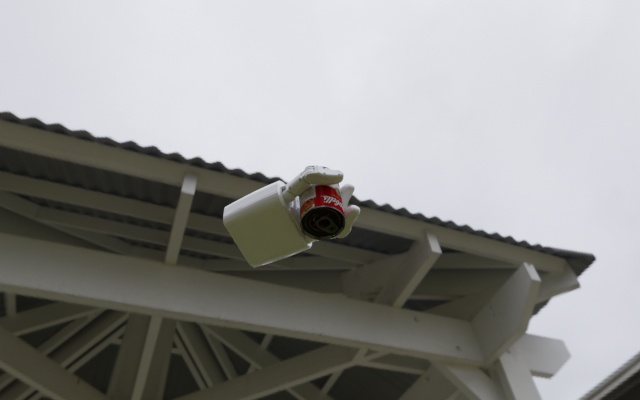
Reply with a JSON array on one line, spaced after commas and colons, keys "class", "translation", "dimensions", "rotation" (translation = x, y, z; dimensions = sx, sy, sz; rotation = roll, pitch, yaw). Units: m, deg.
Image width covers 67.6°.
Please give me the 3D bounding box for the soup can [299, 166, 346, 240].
[{"class": "soup can", "translation": [0.000, 0.002, 0.745], "dimensions": [0.068, 0.069, 0.102], "rotation": [0, 40, -5]}]
